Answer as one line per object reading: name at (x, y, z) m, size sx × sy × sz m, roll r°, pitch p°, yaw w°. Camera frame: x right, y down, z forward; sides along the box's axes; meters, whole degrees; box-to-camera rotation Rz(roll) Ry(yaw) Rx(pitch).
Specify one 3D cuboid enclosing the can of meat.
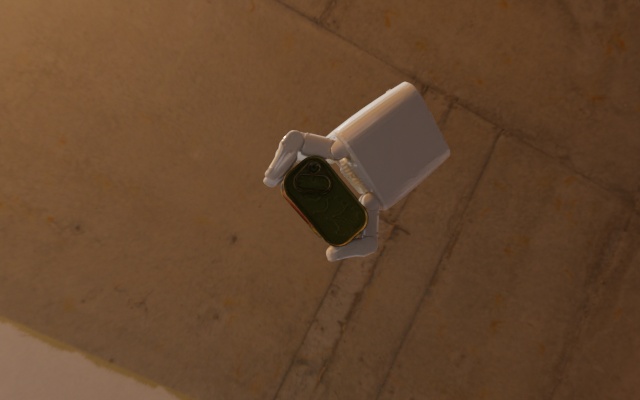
can of meat at (0.000, 0.002, 0.556) m, size 0.057 × 0.102 × 0.084 m, roll -41°, pitch 5°, yaw -7°
